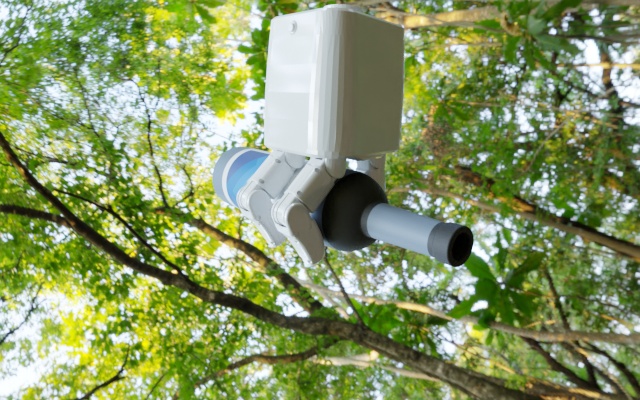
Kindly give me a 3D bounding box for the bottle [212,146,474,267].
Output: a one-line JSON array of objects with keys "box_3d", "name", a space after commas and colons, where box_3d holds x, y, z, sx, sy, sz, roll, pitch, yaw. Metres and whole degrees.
[{"box_3d": [0.000, 0.001, 0.417, 0.069, 0.069, 0.295, 0, 11, -38], "name": "bottle"}]
